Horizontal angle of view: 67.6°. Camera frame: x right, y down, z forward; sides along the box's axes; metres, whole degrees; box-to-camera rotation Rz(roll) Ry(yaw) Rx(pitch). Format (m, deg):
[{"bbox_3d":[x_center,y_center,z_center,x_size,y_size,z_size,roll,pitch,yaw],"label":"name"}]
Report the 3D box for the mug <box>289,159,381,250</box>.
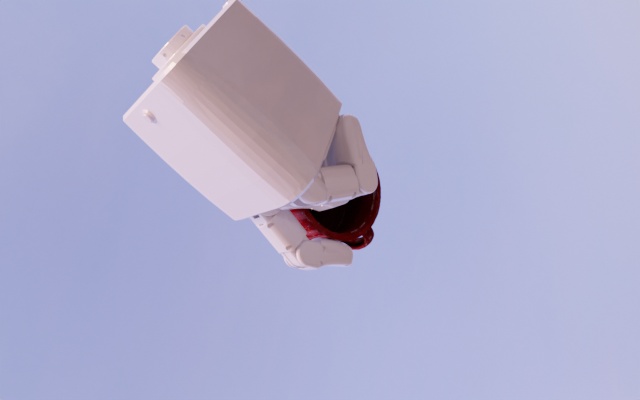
[{"bbox_3d":[0.001,0.002,0.426,0.117,0.093,0.081,46,-34,-22],"label":"mug"}]
